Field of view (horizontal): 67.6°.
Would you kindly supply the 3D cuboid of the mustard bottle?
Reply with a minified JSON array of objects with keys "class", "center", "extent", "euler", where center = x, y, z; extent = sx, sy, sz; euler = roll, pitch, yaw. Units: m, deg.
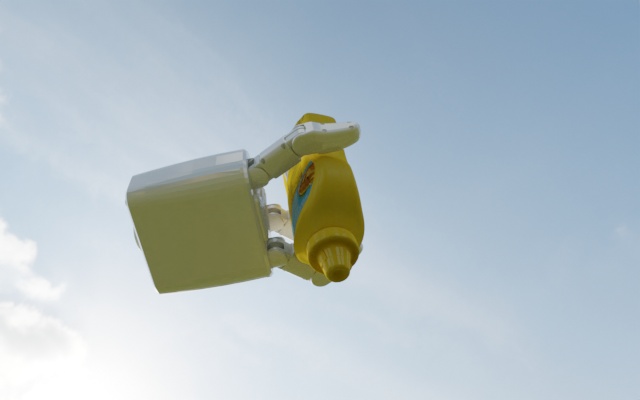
[{"class":"mustard bottle","center":[0.000,0.001,0.431],"extent":[0.058,0.096,0.191],"euler":[9,32,-15]}]
